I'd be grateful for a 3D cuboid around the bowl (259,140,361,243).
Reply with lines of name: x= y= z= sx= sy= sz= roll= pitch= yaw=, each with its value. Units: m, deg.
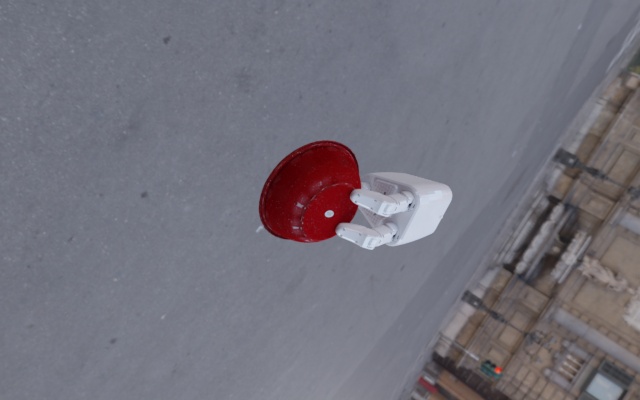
bowl: x=-0.001 y=0.003 z=0.648 sx=0.162 sy=0.162 sz=0.055 roll=0 pitch=32 yaw=-38
